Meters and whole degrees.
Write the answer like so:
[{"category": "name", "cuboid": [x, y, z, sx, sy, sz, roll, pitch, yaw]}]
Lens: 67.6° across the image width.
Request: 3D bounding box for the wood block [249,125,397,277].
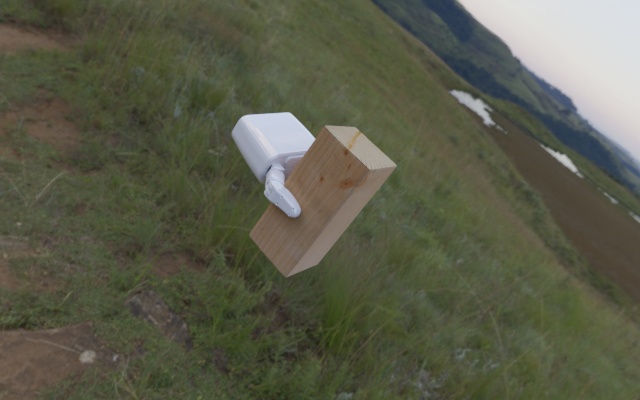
[{"category": "wood block", "cuboid": [0.000, 0.002, 0.685, 0.090, 0.206, 0.091, 46, 27, 19]}]
